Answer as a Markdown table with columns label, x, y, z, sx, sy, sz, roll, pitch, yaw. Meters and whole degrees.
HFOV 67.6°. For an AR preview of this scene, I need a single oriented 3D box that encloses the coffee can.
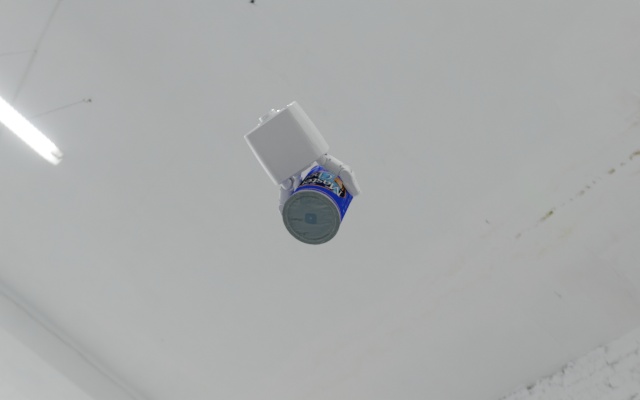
| label | x | y | z | sx | sy | sz | roll | pitch | yaw |
| --- | --- | --- | --- | --- | --- | --- | --- | --- | --- |
| coffee can | 0.000 | 0.003 | 0.872 | 0.103 | 0.103 | 0.140 | 0 | 24 | 16 |
